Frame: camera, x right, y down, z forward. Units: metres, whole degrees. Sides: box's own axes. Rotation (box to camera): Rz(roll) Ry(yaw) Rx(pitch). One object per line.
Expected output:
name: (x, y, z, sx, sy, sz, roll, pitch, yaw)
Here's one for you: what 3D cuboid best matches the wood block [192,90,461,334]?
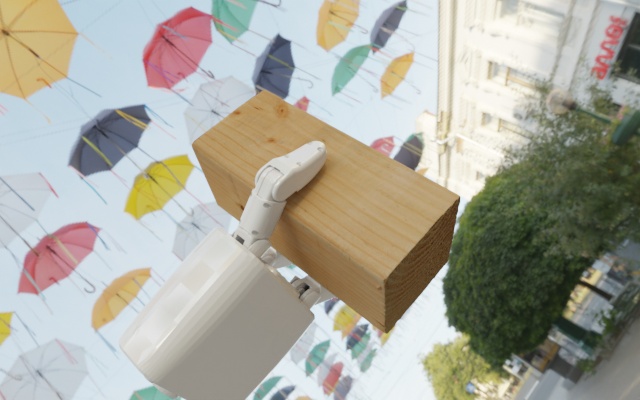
wood block: (0.000, 0.001, 0.401, 0.206, 0.090, 0.091, 33, -28, 29)
